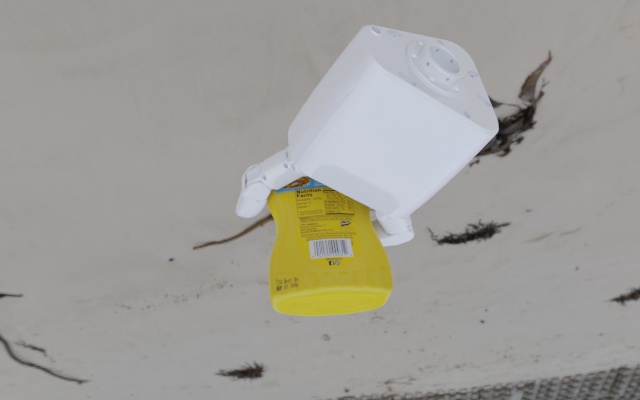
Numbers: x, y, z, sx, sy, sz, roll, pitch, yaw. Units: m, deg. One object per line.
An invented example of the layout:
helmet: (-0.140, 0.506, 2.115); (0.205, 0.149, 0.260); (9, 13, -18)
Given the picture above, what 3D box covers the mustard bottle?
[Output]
mustard bottle: (0.000, 0.002, 0.421); (0.096, 0.191, 0.058); (-3, -34, -6)
